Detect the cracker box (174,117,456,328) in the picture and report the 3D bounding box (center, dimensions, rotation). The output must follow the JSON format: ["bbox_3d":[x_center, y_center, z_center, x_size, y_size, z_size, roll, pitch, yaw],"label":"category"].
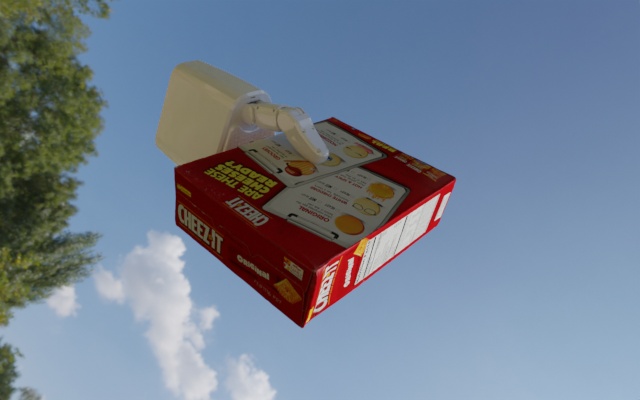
[{"bbox_3d":[0.000,0.001,0.450,0.164,0.072,0.213,32,39,29],"label":"cracker box"}]
